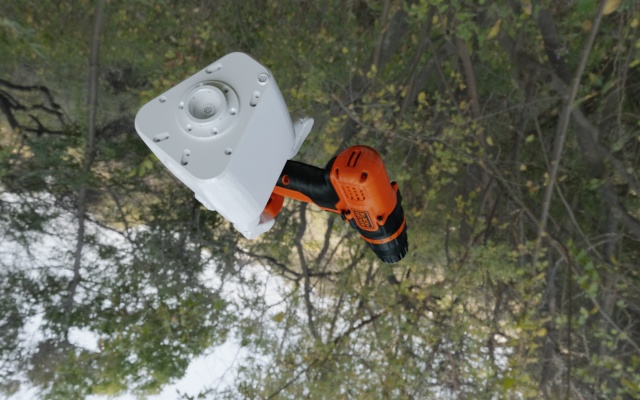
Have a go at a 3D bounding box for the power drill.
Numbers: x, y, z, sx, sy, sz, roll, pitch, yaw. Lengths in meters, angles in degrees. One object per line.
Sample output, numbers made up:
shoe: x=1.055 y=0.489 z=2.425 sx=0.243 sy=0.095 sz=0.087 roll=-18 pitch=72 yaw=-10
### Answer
power drill: x=0.000 y=0.002 z=0.524 sx=0.187 sy=0.057 sz=0.185 roll=9 pitch=-31 yaw=27
